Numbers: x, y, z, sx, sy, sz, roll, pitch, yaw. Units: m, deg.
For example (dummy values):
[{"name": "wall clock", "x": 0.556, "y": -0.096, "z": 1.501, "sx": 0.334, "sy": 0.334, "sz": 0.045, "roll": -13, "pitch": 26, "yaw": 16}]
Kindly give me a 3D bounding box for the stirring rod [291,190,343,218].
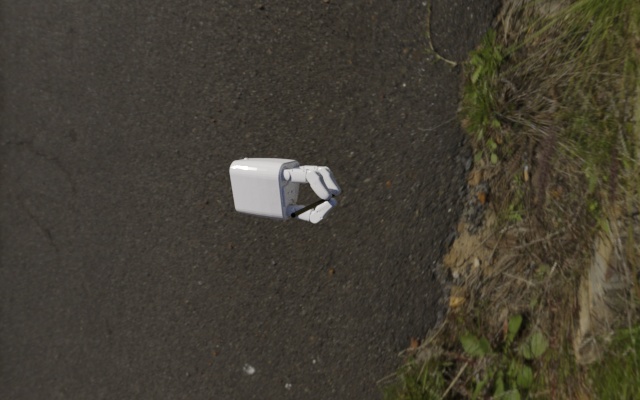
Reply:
[{"name": "stirring rod", "x": 0.000, "y": 0.003, "z": 0.829, "sx": 0.011, "sy": 0.011, "sz": 0.239, "roll": 0, "pitch": 9, "yaw": 20}]
